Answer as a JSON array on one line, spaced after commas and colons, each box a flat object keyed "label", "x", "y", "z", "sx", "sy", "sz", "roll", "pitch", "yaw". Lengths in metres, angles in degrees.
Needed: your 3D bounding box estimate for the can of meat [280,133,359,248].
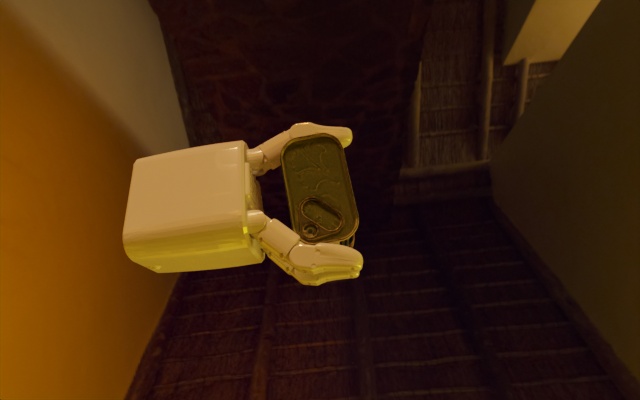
[{"label": "can of meat", "x": 0.000, "y": 0.001, "z": 0.452, "sx": 0.057, "sy": 0.102, "sz": 0.084, "roll": -11, "pitch": -19, "yaw": -1}]
